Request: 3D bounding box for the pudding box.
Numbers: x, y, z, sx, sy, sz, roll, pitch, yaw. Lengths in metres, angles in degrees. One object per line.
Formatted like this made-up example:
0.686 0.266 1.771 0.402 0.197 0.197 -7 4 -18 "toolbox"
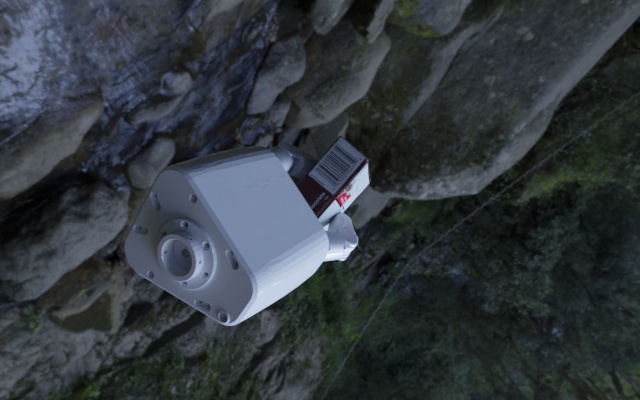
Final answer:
0.000 0.002 0.465 0.039 0.113 0.090 42 -3 11 "pudding box"
